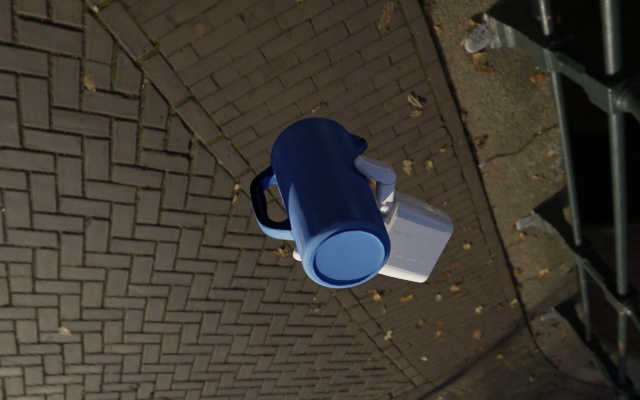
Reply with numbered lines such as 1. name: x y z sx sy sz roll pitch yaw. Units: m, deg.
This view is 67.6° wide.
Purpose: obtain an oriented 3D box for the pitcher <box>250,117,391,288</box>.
1. pitcher: 0.000 0.002 0.650 0.145 0.149 0.242 19 29 -25
